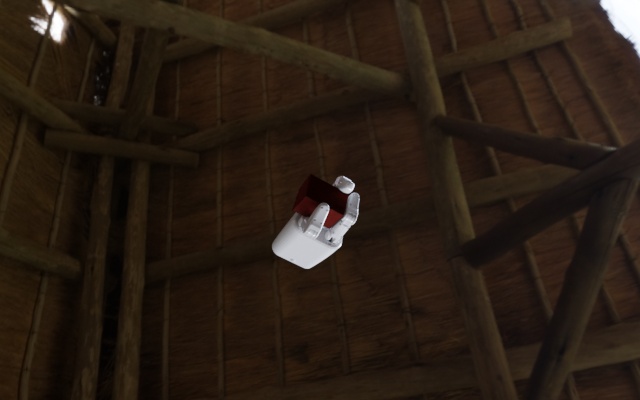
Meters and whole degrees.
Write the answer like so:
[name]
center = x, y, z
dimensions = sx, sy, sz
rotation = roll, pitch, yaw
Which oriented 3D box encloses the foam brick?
[foam brick]
center = 0.000, 0.002, 0.819
dimensions = 0.078, 0.053, 0.051
rotation = 28, -41, -15
